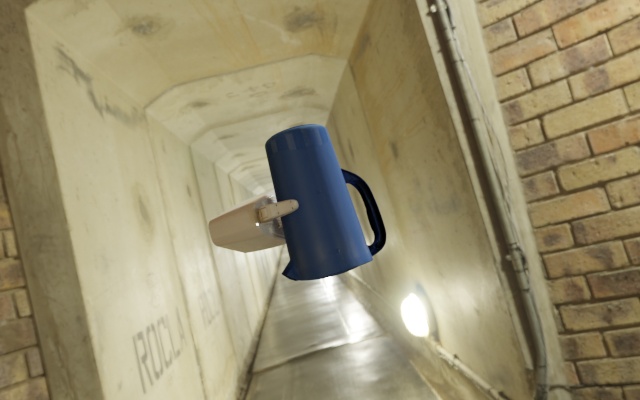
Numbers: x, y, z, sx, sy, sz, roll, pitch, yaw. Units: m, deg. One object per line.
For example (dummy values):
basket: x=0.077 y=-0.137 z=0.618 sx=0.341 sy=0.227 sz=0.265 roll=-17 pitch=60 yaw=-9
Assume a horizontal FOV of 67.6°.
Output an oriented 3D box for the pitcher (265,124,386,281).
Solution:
pitcher: x=0.000 y=0.003 z=0.784 sx=0.145 sy=0.243 sz=0.149 roll=-18 pitch=-6 yaw=28
